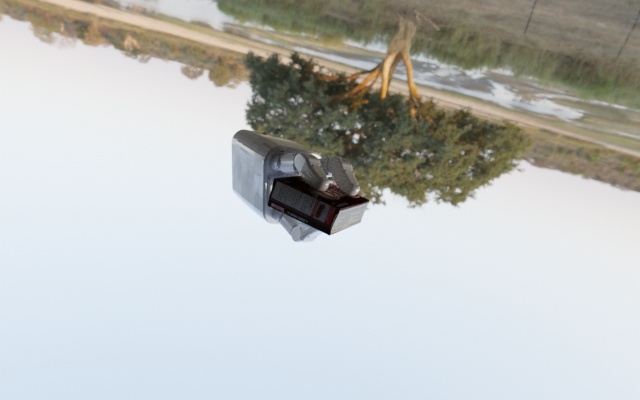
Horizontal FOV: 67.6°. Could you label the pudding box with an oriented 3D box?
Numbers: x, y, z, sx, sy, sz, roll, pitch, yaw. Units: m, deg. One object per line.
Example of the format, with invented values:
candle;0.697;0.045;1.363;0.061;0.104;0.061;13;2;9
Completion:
pudding box;0.000;0.002;0.588;0.090;0.039;0.113;24;16;19
